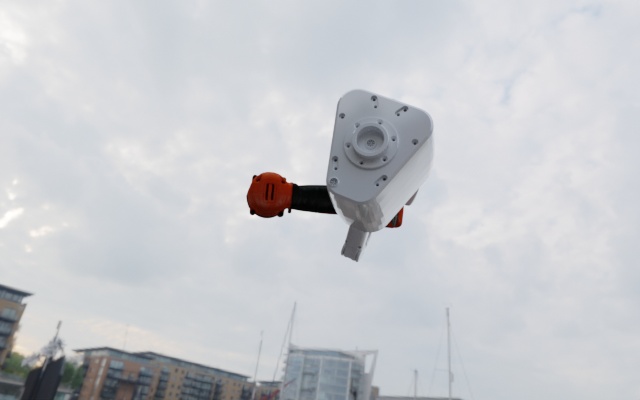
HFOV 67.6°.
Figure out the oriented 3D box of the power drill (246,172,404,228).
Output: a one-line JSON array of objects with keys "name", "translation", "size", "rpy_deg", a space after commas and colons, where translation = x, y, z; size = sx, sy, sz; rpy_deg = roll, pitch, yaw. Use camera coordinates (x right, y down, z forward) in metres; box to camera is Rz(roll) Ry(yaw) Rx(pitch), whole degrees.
[{"name": "power drill", "translation": [0.001, 0.002, 0.605], "size": [0.187, 0.057, 0.184], "rpy_deg": [3, -2, -7]}]
